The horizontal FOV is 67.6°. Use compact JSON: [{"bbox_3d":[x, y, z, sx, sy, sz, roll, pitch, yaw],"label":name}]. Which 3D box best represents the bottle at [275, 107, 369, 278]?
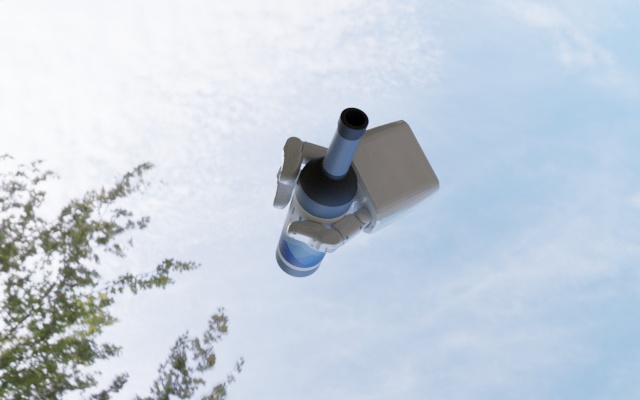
[{"bbox_3d":[0.000,0.002,0.556,0.069,0.069,0.296,0,-32,-14],"label":"bottle"}]
